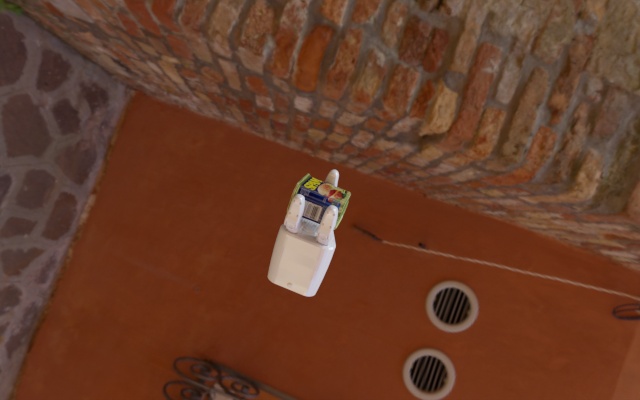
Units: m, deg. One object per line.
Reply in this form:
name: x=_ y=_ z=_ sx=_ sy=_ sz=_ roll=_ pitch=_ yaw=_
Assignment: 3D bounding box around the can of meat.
can of meat: x=0.000 y=0.003 z=0.798 sx=0.084 sy=0.057 sz=0.102 roll=22 pitch=18 yaw=6
